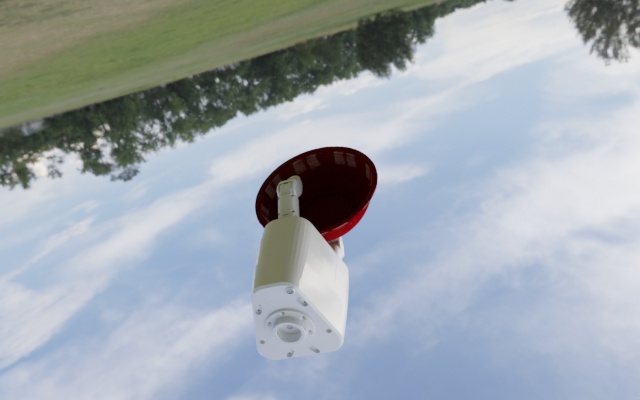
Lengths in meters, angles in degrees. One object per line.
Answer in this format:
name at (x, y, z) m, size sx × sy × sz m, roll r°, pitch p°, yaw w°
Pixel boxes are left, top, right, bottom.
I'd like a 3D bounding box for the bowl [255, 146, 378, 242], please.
bowl at (0.001, 0.001, 0.617) m, size 0.162 × 0.162 × 0.055 m, roll 0°, pitch -43°, yaw 24°
